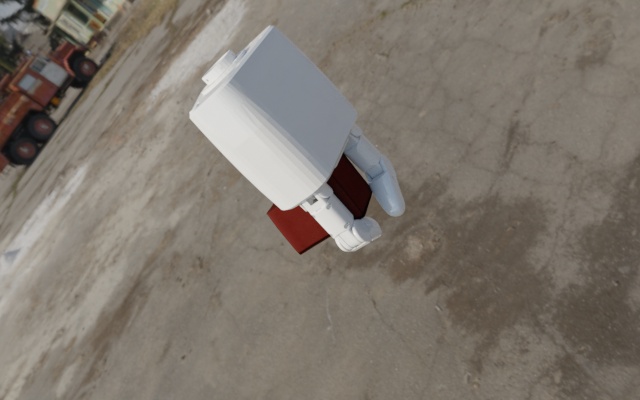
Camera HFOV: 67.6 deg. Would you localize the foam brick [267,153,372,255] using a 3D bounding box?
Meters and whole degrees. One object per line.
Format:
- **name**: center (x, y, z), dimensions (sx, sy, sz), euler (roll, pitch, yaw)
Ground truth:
- **foam brick**: center (0.000, 0.002, 0.436), dimensions (0.078, 0.051, 0.053), euler (-34, 15, 27)
